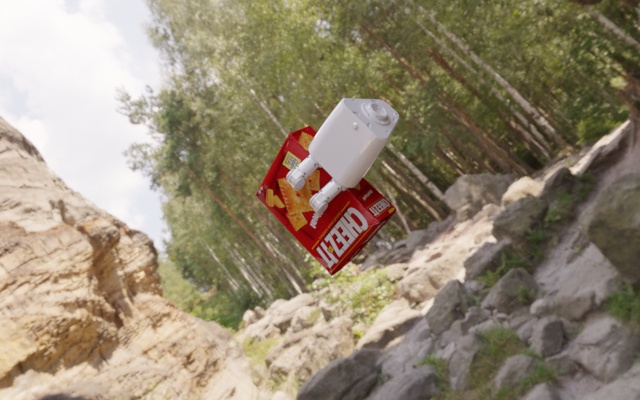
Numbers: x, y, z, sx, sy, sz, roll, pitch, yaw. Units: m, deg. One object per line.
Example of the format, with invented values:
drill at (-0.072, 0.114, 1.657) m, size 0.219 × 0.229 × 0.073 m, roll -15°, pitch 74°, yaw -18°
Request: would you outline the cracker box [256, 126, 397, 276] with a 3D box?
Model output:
cracker box at (0.000, 0.003, 0.840) m, size 0.072 × 0.213 × 0.164 m, roll -31°, pitch -18°, yaw -48°
